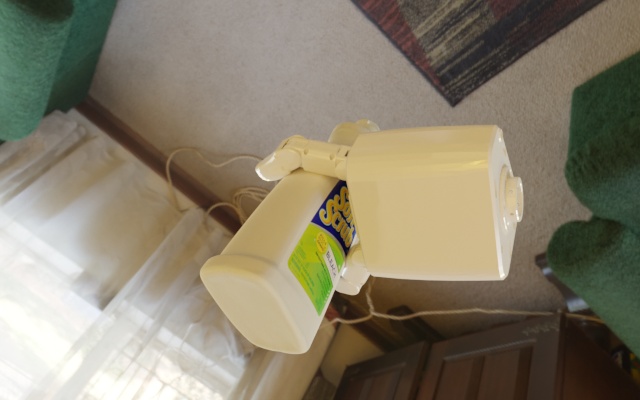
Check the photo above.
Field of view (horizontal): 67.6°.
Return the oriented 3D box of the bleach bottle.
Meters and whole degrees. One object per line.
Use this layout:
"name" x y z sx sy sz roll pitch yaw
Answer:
"bleach bottle" 0.000 0.001 0.424 0.068 0.103 0.250 -1 41 31
